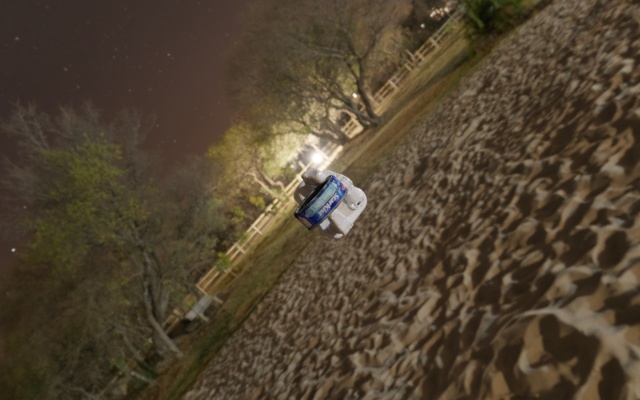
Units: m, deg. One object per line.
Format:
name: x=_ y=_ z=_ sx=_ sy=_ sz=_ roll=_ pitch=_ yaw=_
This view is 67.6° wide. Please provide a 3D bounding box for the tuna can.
tuna can: x=0.000 y=0.002 z=0.710 sx=0.034 sy=0.086 sz=0.086 roll=43 pitch=-8 yaw=-8
